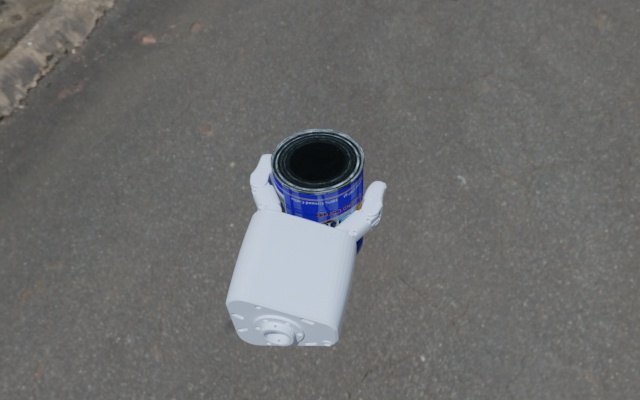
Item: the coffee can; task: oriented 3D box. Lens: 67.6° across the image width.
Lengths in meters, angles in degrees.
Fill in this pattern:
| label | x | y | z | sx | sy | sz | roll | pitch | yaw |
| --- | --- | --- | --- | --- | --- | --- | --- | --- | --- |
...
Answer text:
| label | x | y | z | sx | sy | sz | roll | pitch | yaw |
| --- | --- | --- | --- | --- | --- | --- | --- | --- | --- |
| coffee can | 0.000 | 0.002 | 0.566 | 0.103 | 0.102 | 0.140 | 0 | -42 | 4 |
